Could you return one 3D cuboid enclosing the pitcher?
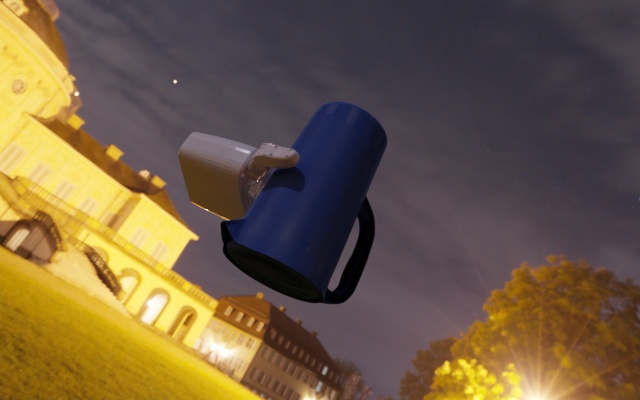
[{"bbox_3d":[0.000,0.002,0.606,0.145,0.242,0.149,18,-26,22],"label":"pitcher"}]
